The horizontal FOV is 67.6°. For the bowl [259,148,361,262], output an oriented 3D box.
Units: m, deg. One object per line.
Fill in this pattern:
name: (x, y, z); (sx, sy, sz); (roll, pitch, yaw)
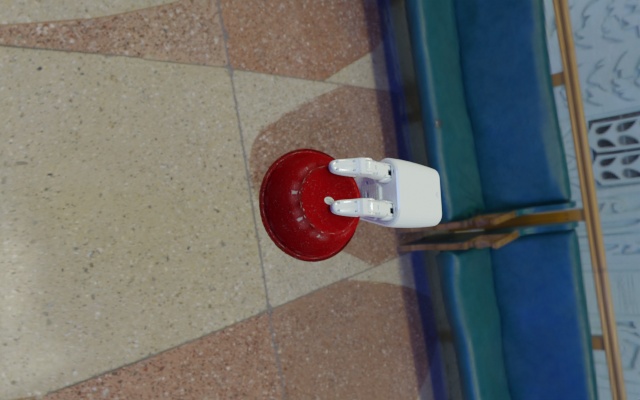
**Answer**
bowl: (-0.001, 0.002, 0.652); (0.162, 0.162, 0.055); (0, -8, -30)
